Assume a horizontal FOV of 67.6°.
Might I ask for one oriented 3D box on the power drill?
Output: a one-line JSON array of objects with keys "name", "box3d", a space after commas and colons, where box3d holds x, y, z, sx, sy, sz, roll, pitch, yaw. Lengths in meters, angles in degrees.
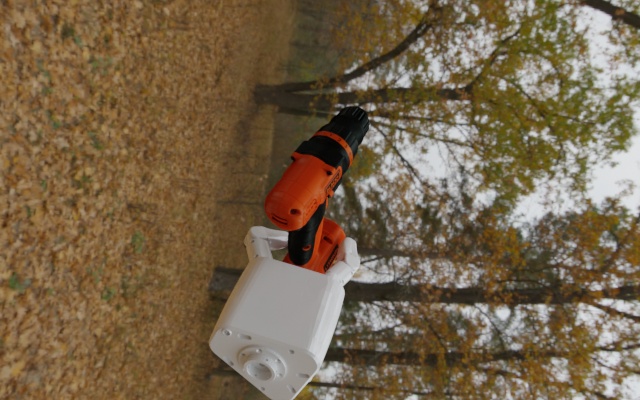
[{"name": "power drill", "box3d": [0.000, 0.002, 0.559, 0.057, 0.188, 0.184, 23, 52, 19]}]
